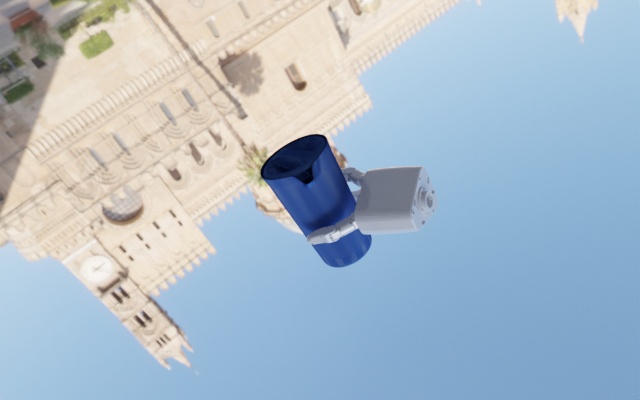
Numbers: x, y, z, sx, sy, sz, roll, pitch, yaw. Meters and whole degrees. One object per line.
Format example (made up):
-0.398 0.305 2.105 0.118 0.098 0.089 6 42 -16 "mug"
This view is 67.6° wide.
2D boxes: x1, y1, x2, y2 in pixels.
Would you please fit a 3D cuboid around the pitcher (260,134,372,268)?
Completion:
0.000 0.003 0.897 0.145 0.243 0.149 -6 38 36 "pitcher"
